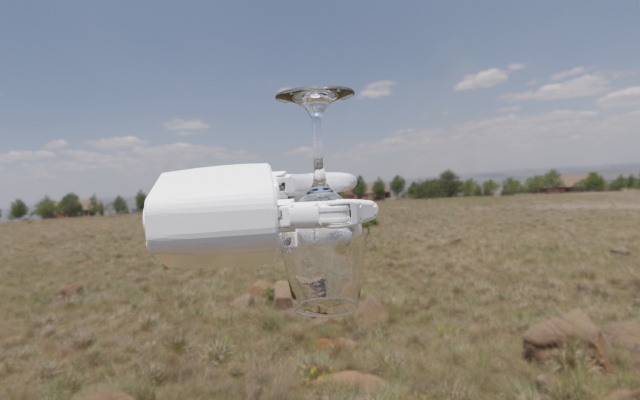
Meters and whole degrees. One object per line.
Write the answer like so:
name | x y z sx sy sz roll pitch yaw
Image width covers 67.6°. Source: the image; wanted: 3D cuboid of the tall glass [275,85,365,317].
tall glass | 0.000 0.001 0.444 0.079 0.201 0.079 -3 1 0
